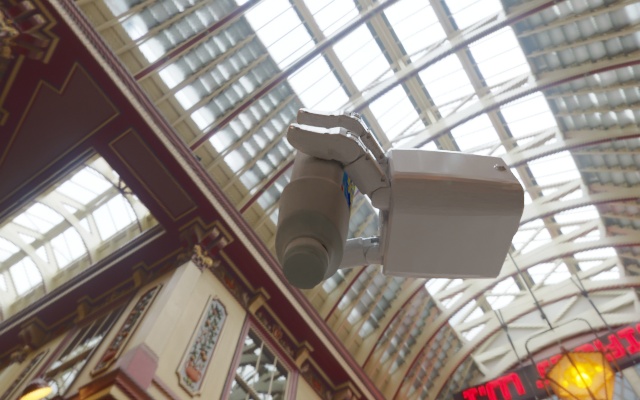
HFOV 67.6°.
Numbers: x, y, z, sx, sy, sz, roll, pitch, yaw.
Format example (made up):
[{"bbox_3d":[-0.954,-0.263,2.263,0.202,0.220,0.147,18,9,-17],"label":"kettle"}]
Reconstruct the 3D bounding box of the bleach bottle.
[{"bbox_3d":[0.000,0.001,0.427,0.068,0.103,0.250,1,25,5],"label":"bleach bottle"}]
